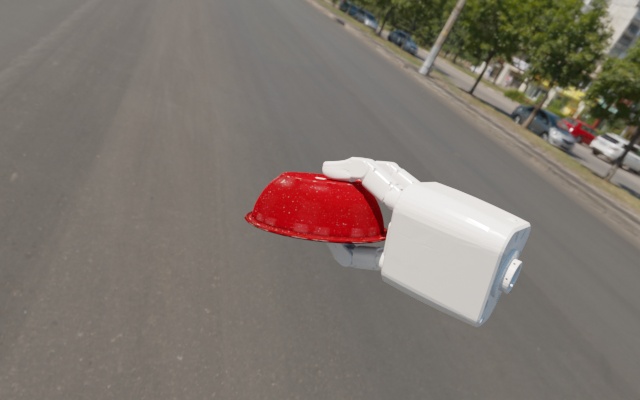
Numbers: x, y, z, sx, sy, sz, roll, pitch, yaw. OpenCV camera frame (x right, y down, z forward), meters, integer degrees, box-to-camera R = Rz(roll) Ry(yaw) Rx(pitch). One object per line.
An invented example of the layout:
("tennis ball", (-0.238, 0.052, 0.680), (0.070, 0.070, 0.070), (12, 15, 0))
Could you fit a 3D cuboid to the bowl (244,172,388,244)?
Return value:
("bowl", (-0.001, 0.001, 0.527), (0.162, 0.055, 0.162), (6, 8, -1))
